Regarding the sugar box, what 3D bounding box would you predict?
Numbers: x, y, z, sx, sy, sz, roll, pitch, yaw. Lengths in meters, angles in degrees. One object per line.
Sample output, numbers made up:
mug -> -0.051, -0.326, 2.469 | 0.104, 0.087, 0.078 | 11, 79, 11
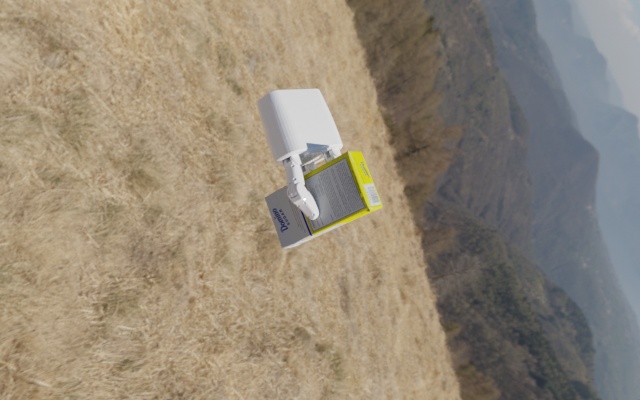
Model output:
sugar box -> 0.000, 0.002, 0.738 | 0.176, 0.093, 0.048 | -26, -11, 35
